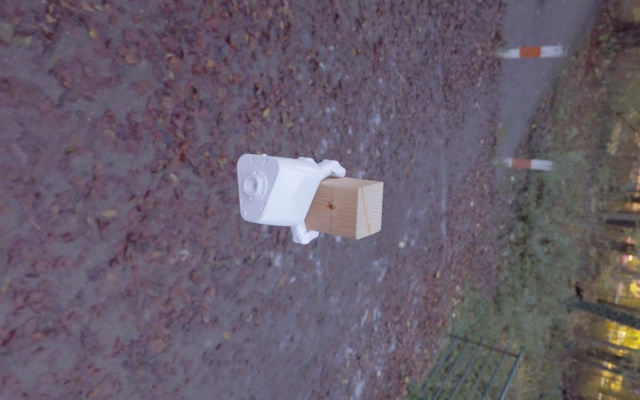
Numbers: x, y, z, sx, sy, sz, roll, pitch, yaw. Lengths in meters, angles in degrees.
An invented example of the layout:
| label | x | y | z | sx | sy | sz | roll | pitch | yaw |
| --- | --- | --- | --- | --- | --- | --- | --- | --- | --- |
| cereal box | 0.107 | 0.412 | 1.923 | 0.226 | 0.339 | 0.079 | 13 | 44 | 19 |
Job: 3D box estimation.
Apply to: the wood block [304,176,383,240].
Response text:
| label | x | y | z | sx | sy | sz | roll | pitch | yaw |
| --- | --- | --- | --- | --- | --- | --- | --- | --- | --- |
| wood block | 0.000 | 0.003 | 0.869 | 0.206 | 0.091 | 0.090 | 10 | 14 | 34 |
